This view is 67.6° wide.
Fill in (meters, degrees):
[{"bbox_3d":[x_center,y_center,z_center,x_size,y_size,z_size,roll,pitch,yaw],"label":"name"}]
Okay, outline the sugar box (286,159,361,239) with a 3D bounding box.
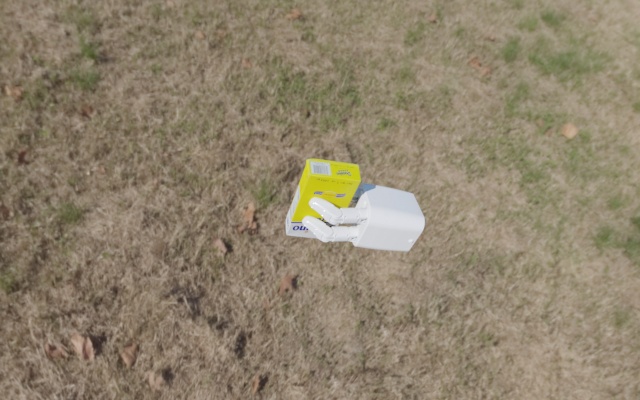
[{"bbox_3d":[0.000,0.003,0.857,0.093,0.048,0.176,7,-42,-14],"label":"sugar box"}]
